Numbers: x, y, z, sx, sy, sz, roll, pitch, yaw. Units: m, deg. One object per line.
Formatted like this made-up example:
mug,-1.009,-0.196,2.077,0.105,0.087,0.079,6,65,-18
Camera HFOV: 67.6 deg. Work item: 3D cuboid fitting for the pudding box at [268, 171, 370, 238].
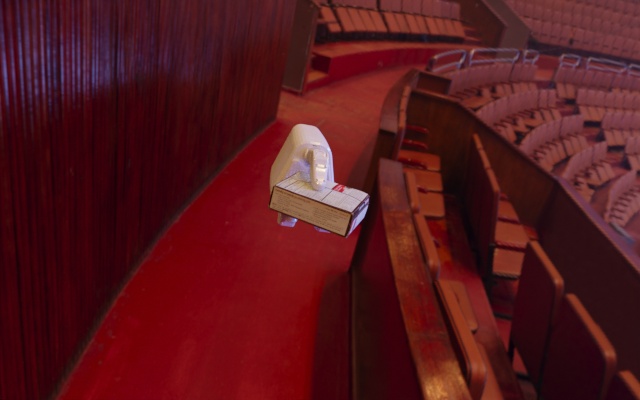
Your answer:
pudding box,0.000,0.002,0.634,0.113,0.039,0.090,18,22,15
